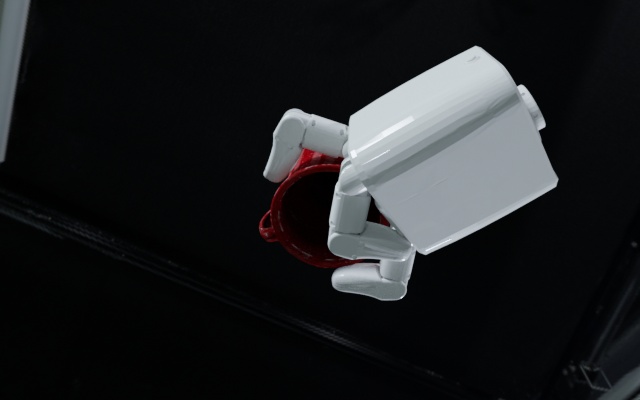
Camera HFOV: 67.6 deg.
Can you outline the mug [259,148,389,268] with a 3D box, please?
[{"bbox_3d":[-0.001,0.002,0.412,0.117,0.093,0.081,-26,22,18],"label":"mug"}]
